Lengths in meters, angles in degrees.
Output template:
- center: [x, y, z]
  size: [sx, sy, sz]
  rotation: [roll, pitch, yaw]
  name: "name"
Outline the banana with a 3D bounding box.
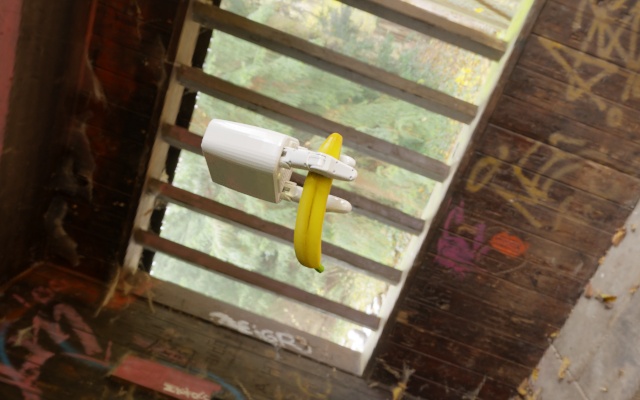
- center: [-0.006, 0.008, 0.635]
  size: [0.037, 0.198, 0.069]
  rotation: [12, 11, 15]
  name: "banana"
